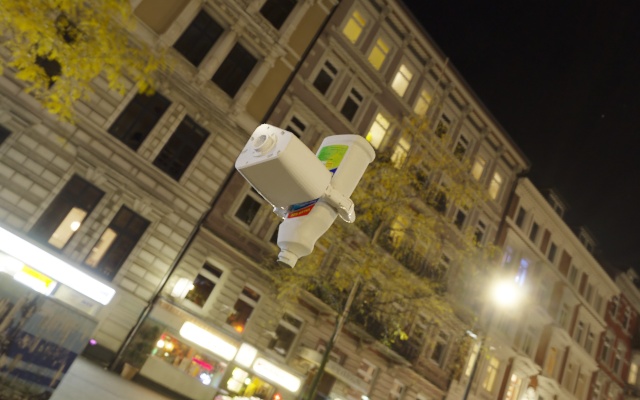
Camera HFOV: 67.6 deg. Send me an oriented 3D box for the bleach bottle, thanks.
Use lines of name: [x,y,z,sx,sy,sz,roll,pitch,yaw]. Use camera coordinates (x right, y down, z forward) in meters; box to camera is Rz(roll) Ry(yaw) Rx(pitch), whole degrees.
bleach bottle: [0.000,0.003,0.824,0.102,0.250,0.068,5,-31,43]
